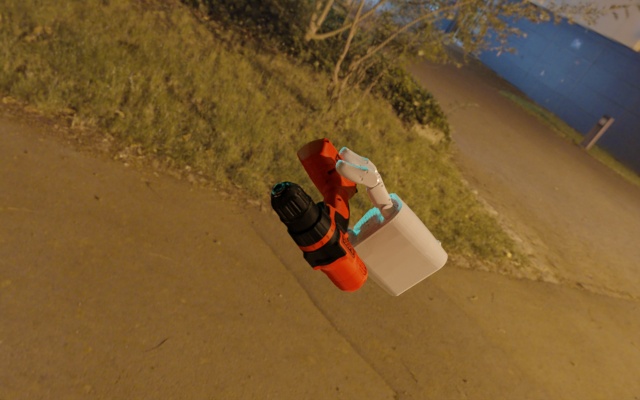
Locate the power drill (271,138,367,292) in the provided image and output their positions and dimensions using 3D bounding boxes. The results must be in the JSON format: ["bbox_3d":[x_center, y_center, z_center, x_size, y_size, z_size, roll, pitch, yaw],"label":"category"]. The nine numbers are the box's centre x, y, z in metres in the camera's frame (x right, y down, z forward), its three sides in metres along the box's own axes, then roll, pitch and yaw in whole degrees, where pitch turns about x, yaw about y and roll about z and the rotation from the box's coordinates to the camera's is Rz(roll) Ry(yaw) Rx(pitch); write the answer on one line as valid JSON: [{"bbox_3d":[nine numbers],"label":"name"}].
[{"bbox_3d":[0.000,0.002,0.623,0.057,0.184,0.187,-21,37,20],"label":"power drill"}]
